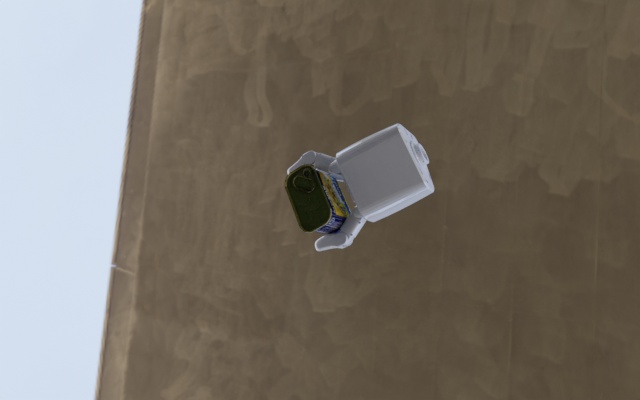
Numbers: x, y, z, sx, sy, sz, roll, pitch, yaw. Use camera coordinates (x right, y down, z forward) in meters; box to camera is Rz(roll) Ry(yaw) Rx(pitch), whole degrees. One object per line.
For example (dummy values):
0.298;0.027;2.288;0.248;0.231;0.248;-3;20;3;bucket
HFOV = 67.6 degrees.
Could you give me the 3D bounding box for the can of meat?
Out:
0.000;0.003;0.741;0.057;0.102;0.084;-31;-23;22;can of meat
